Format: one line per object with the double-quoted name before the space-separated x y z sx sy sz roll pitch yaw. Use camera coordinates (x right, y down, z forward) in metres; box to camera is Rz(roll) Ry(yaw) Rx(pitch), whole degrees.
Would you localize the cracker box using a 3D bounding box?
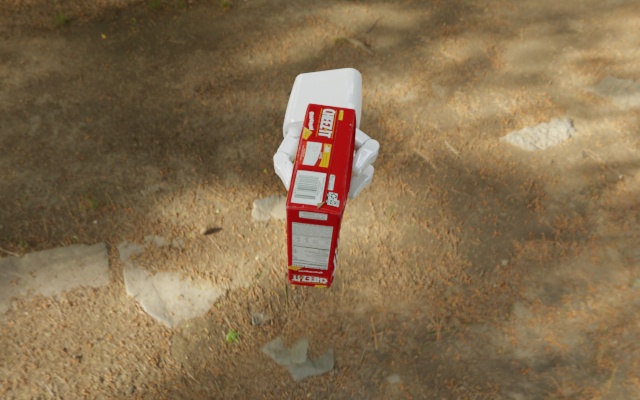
"cracker box" 0.000 0.002 0.654 0.072 0.164 0.214 8 -33 2
